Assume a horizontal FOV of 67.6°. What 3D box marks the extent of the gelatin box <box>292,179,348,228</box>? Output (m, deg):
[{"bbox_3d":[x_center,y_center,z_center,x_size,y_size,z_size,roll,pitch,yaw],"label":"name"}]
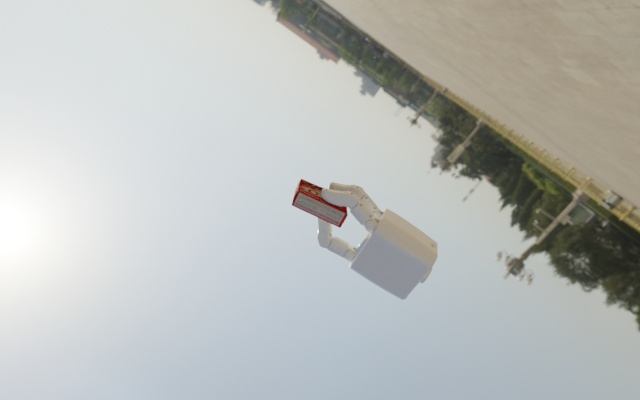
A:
[{"bbox_3d":[0.000,0.003,0.783,0.089,0.030,0.073,24,18,-6],"label":"gelatin box"}]
